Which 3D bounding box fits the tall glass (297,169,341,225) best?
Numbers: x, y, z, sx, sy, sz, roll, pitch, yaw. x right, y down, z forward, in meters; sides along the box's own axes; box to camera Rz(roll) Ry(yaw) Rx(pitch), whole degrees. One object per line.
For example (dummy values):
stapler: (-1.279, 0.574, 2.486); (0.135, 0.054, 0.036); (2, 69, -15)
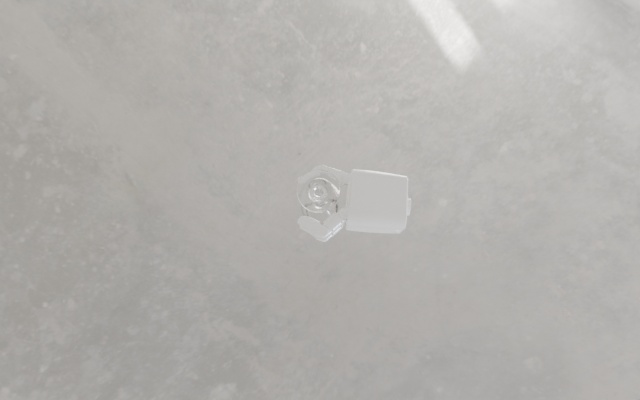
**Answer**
tall glass: (0.000, 0.003, 0.893); (0.079, 0.079, 0.201); (0, -11, 1)
